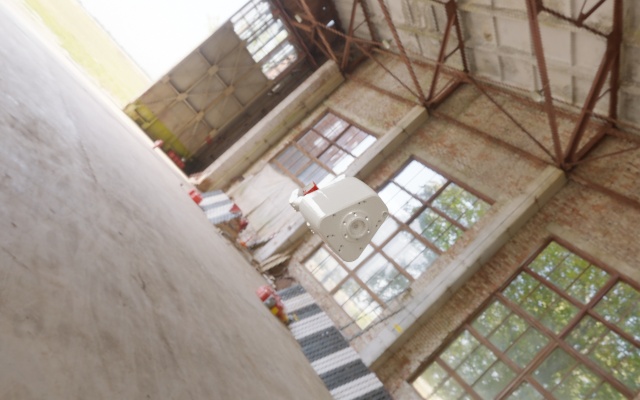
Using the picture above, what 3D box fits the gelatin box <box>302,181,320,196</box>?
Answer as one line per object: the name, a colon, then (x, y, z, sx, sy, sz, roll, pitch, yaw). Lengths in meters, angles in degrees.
gelatin box: (0.000, 0.003, 0.894, 0.030, 0.073, 0.089, -40, 9, 2)
